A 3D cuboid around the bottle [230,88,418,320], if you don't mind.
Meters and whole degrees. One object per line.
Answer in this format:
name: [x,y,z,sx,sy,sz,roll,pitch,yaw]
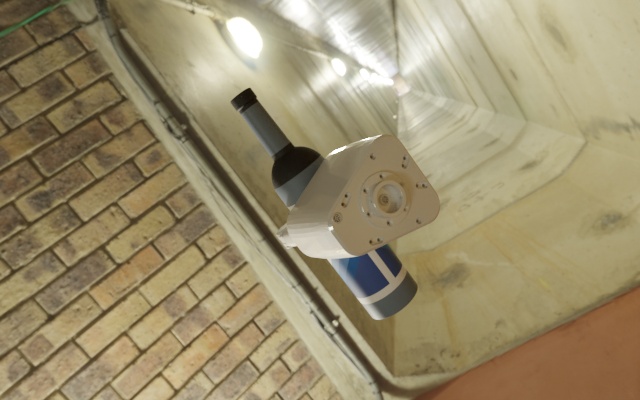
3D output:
bottle: [0.000,0.002,0.540,0.069,0.296,0.069,-36,9,7]
